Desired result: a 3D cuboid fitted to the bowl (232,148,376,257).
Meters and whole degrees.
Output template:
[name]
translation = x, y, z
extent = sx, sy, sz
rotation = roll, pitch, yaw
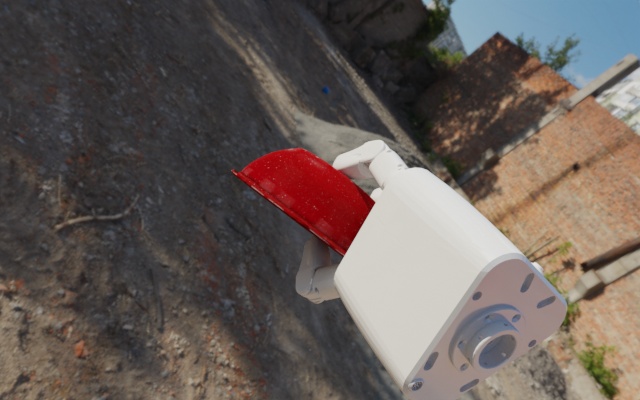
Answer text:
[bowl]
translation = 0.000, 0.001, 0.435
extent = 0.162, 0.055, 0.162
rotation = 36, -3, 2
